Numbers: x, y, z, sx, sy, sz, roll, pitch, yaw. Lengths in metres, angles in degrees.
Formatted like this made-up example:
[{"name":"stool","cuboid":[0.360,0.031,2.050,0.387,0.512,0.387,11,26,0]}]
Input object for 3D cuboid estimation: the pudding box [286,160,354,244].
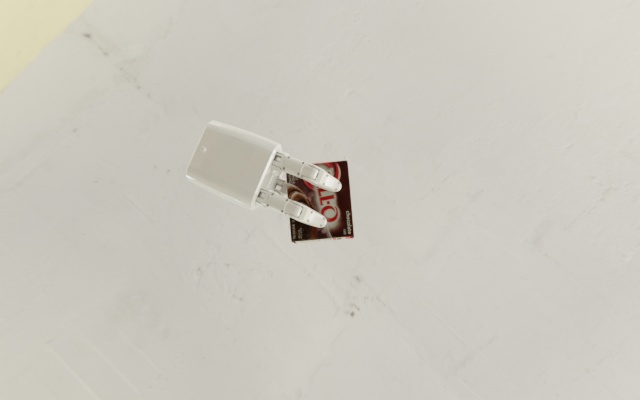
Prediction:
[{"name":"pudding box","cuboid":[0.000,0.002,0.689,0.090,0.113,0.039,-6,-7,5]}]
